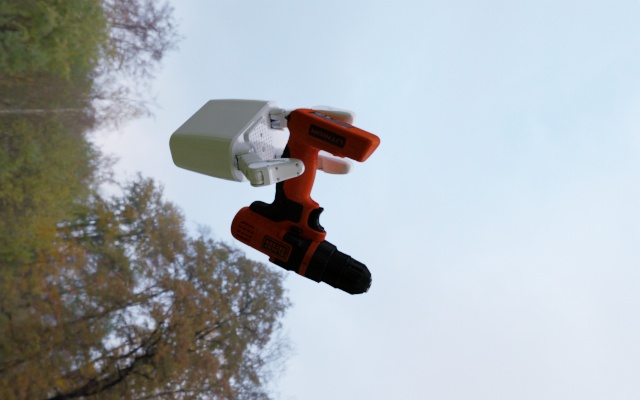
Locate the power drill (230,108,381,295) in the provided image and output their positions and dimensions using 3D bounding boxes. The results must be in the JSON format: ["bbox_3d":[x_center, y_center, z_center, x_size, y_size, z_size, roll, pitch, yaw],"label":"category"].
[{"bbox_3d":[0.000,0.001,0.552,0.184,0.188,0.057,24,16,9],"label":"power drill"}]
